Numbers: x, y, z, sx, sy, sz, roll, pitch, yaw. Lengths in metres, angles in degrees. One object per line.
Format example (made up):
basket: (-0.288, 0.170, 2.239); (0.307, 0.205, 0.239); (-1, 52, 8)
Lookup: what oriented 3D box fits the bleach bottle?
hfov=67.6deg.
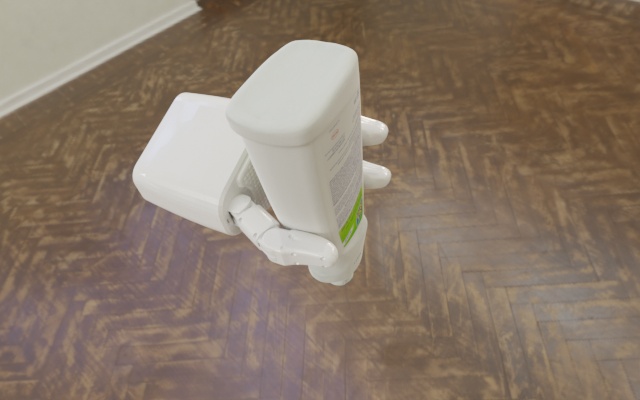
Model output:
bleach bottle: (0.000, 0.001, 0.404); (0.068, 0.102, 0.251); (17, -36, 23)
